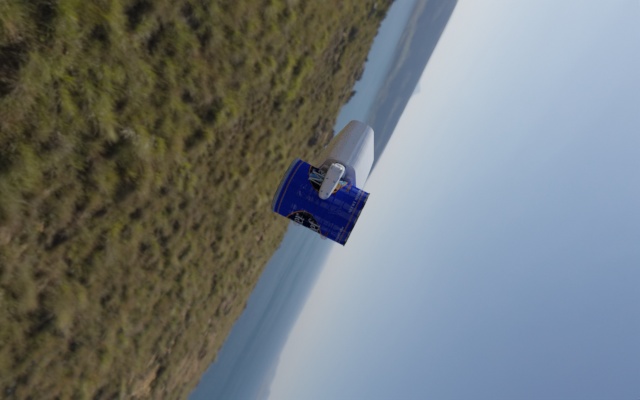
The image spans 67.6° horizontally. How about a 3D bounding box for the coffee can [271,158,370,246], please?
[{"bbox_3d":[0.000,0.003,0.820,0.140,0.103,0.103,26,2,4],"label":"coffee can"}]
